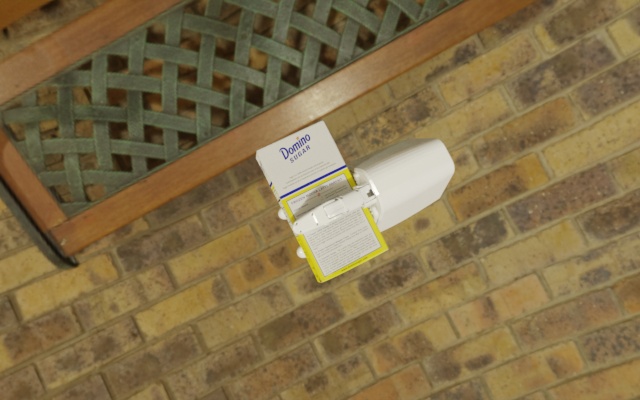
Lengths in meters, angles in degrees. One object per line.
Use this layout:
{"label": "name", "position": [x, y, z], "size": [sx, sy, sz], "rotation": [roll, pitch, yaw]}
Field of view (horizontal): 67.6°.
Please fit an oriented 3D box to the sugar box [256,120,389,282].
{"label": "sugar box", "position": [0.000, 0.002, 0.584], "size": [0.093, 0.176, 0.048], "rotation": [-26, -4, -11]}
